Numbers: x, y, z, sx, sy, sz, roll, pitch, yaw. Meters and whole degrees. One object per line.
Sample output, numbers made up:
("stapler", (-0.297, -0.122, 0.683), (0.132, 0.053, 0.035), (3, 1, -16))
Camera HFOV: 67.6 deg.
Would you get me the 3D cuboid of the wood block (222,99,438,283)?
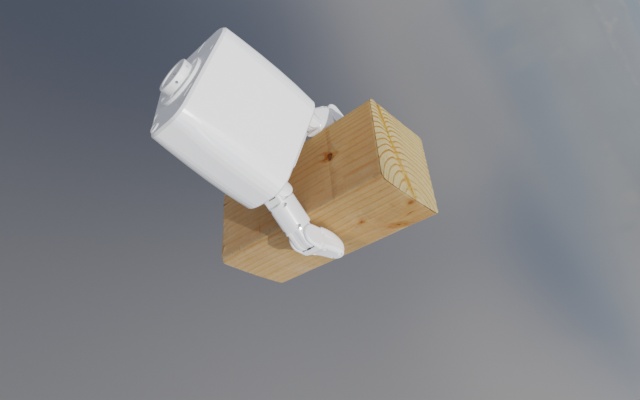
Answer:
("wood block", (0.000, 0.002, 0.487), (0.206, 0.090, 0.090), (-29, -39, 33))
